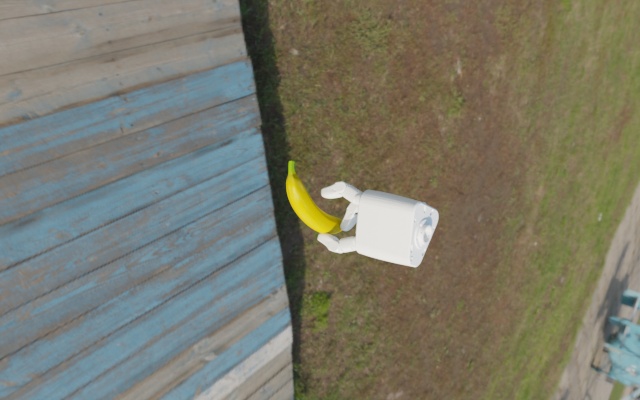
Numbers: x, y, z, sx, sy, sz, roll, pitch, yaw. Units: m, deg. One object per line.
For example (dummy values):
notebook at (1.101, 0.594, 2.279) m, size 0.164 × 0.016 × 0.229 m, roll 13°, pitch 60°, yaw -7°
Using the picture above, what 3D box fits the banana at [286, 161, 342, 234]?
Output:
banana at (-0.010, 0.016, 0.867) m, size 0.037 × 0.069 × 0.198 m, roll 7°, pitch -33°, yaw 40°
